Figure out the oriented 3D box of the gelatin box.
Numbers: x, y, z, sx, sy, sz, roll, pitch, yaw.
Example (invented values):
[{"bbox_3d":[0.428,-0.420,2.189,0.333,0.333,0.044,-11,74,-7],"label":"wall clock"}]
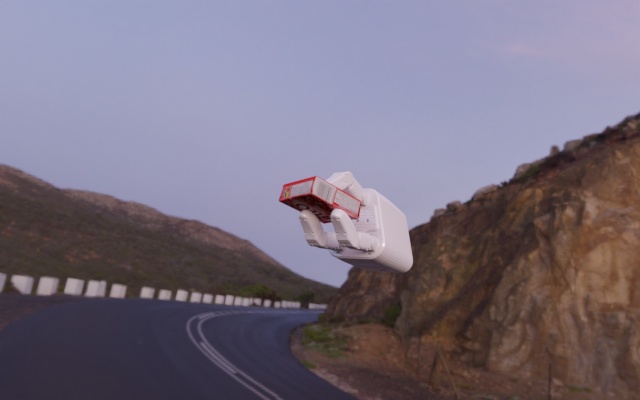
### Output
[{"bbox_3d":[0.000,0.002,0.656,0.089,0.030,0.073,29,-25,-34],"label":"gelatin box"}]
